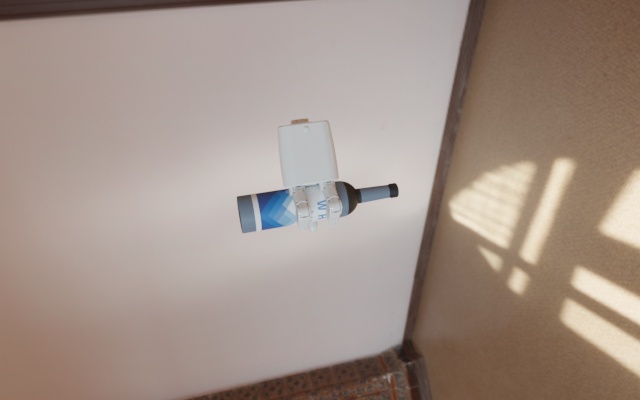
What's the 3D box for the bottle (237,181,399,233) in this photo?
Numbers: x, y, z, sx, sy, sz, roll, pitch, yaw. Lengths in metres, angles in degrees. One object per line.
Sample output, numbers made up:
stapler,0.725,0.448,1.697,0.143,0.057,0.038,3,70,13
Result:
bottle,0.000,0.003,0.868,0.296,0.069,0.069,-9,2,-12
